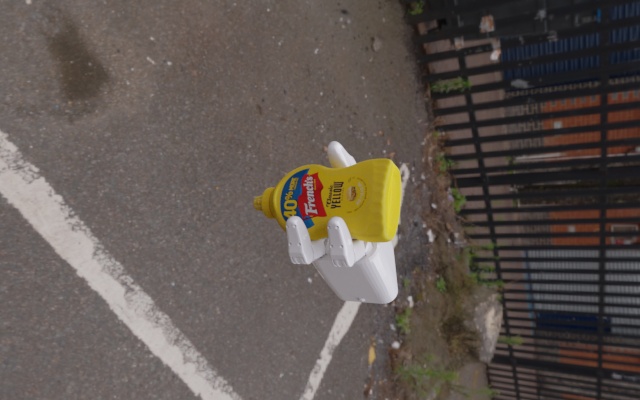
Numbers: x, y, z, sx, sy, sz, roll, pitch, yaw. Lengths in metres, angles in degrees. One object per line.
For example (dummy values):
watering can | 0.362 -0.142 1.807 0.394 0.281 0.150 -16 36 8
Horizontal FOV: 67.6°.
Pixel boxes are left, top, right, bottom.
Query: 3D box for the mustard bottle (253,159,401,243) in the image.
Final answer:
mustard bottle | 0.000 0.002 0.591 0.191 0.096 0.058 -2 -18 28
